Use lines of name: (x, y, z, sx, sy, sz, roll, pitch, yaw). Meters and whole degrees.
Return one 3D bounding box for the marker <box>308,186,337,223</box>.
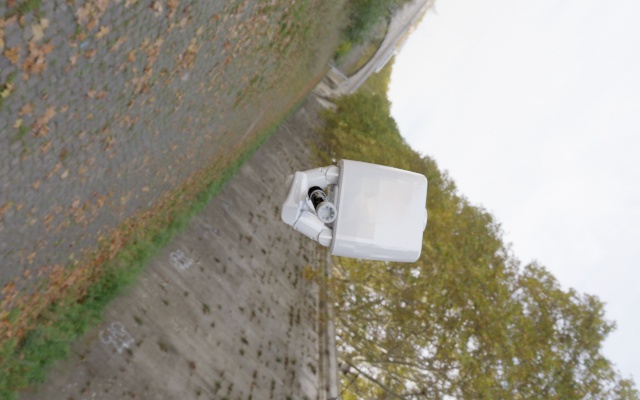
marker: (0.000, 0.002, 0.509, 0.020, 0.020, 0.121, 0, 10, -6)
